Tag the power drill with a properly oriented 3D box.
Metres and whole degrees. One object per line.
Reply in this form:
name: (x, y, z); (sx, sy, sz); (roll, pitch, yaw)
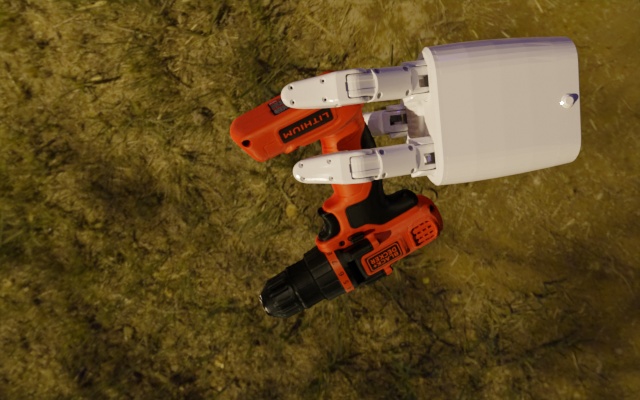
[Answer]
power drill: (0.000, 0.001, 0.409); (0.184, 0.188, 0.057); (-30, 31, -4)
